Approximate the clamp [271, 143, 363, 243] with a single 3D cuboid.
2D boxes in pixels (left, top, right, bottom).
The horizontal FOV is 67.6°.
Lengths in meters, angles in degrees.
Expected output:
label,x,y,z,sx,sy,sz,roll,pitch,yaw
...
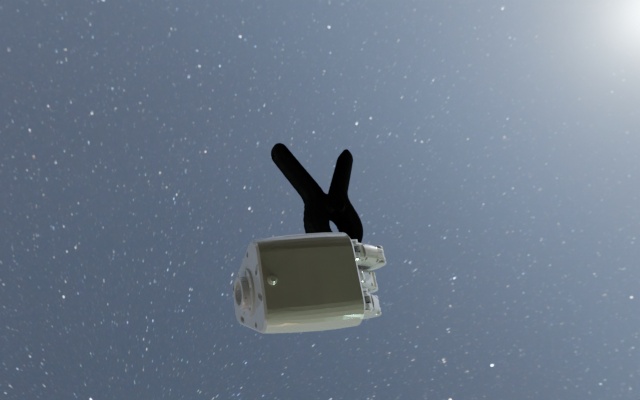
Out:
label,x,y,z,sx,sy,sz,roll,pitch,yaw
clamp,0.000,0.002,0.578,0.120,0.171,0.039,6,-32,-27
